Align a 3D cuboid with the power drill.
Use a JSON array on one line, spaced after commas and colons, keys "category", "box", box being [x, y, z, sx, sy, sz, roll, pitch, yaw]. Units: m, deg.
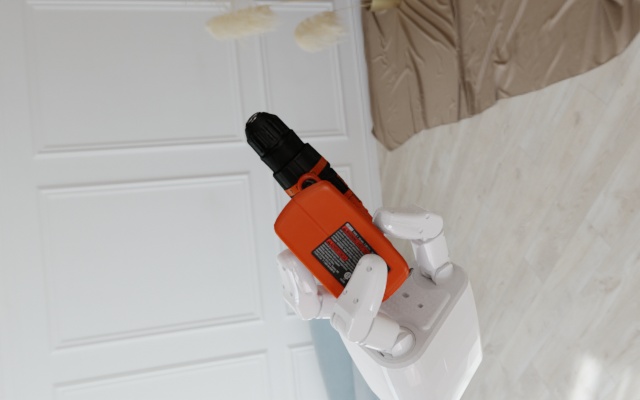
[{"category": "power drill", "box": [0.000, 0.002, 0.415, 0.057, 0.184, 0.187, -43, 14, 8]}]
